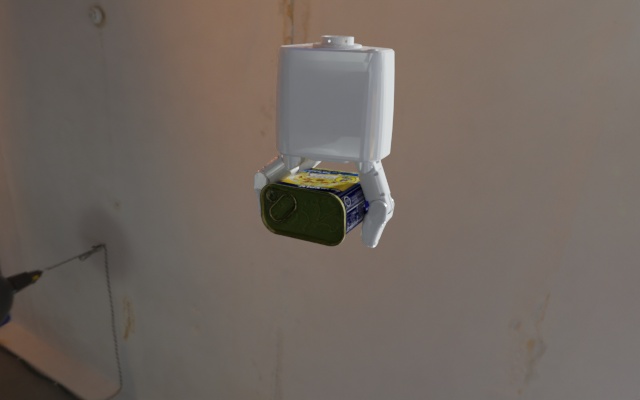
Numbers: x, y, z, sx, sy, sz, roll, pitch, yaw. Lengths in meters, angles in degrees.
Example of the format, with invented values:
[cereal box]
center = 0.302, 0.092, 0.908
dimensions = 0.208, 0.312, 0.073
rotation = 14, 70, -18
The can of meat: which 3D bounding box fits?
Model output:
[can of meat]
center = 0.000, 0.002, 0.519
dimensions = 0.102, 0.057, 0.084
rotation = 10, 23, 29
